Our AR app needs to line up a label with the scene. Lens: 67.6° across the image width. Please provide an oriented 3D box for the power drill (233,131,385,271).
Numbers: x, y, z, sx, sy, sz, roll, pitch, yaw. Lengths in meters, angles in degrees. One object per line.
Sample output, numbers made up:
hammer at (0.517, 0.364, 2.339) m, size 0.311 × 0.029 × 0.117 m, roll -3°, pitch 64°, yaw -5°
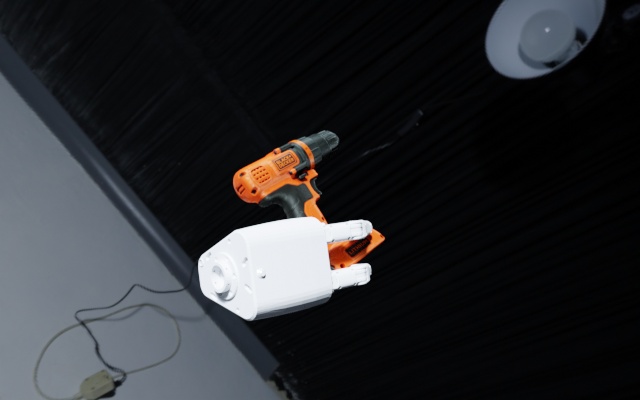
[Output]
power drill at (0.000, 0.003, 0.646) m, size 0.184 × 0.187 × 0.057 m, roll -33°, pitch -8°, yaw -37°
